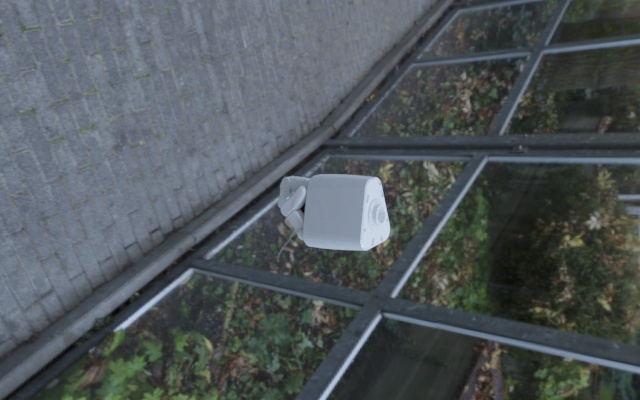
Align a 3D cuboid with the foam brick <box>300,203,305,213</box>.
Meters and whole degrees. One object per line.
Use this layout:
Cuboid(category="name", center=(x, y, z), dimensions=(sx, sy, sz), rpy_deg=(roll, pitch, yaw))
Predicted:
Cuboid(category="foam brick", center=(0.000, 0.003, 0.825), dimensions=(0.051, 0.053, 0.078), rpy_deg=(2, 12, 35))
